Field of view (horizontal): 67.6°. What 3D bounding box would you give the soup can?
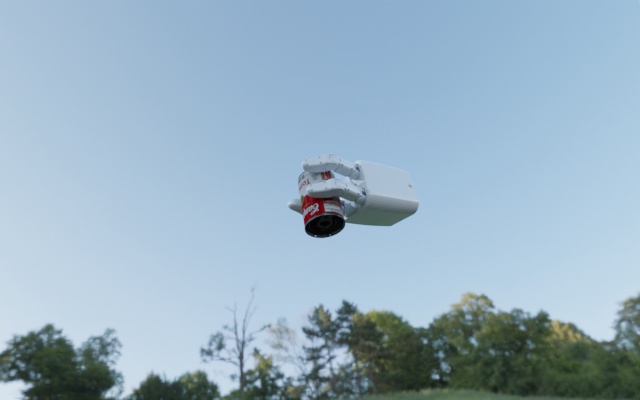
[{"bbox_3d":[0.000,0.002,0.807,0.068,0.102,0.069,-7,-36,-5],"label":"soup can"}]
